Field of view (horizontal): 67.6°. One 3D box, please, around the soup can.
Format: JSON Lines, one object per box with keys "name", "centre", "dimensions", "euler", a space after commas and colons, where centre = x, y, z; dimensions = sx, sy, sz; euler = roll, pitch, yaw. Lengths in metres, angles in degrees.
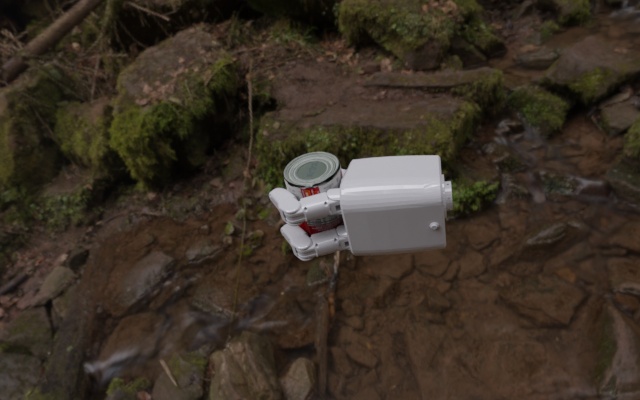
{"name": "soup can", "centre": [0.000, 0.002, 0.570], "dimensions": [0.068, 0.102, 0.068], "euler": [-9, 38, 7]}
